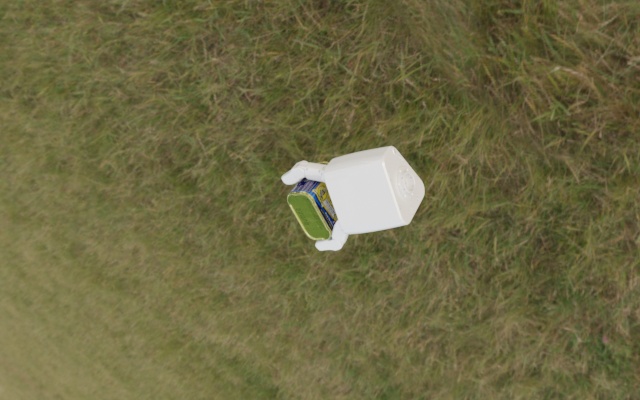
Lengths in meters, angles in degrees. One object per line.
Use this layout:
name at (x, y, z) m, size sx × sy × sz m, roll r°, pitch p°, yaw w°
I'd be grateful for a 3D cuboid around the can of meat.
can of meat at (0.000, 0.003, 0.779) m, size 0.057 × 0.102 × 0.084 m, roll -7°, pitch 33°, yaw 39°
